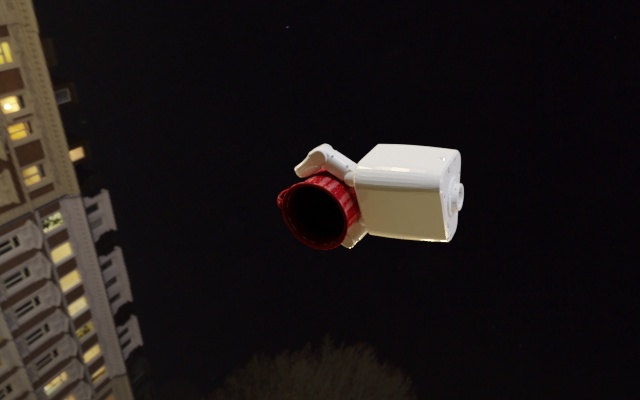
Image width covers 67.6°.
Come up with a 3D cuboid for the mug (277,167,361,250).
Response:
[{"bbox_3d":[-0.001,0.002,0.624,0.117,0.093,0.081,7,29,28],"label":"mug"}]
